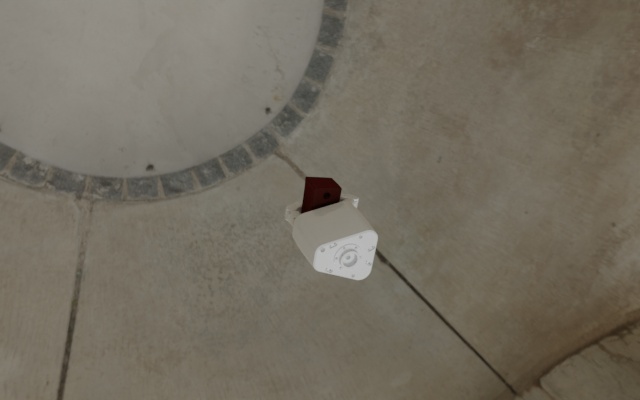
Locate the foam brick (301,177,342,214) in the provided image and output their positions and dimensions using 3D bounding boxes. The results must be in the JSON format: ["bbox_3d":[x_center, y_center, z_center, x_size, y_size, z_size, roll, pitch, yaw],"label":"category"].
[{"bbox_3d":[0.000,0.002,0.850,0.053,0.078,0.051,-1,24,-21],"label":"foam brick"}]
